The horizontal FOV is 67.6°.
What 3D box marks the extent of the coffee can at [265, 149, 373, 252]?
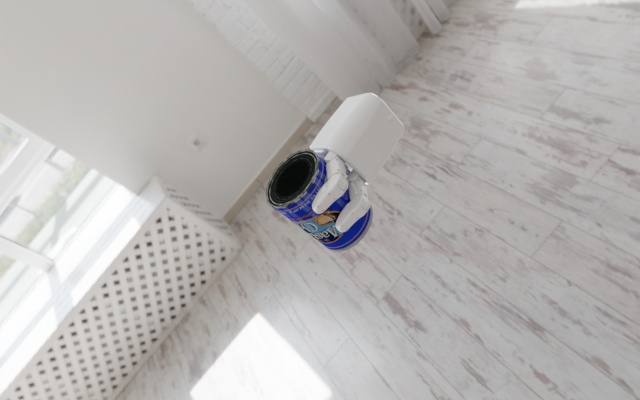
[{"bbox_3d":[0.000,0.003,0.736,0.103,0.102,0.140,0,-31,46],"label":"coffee can"}]
